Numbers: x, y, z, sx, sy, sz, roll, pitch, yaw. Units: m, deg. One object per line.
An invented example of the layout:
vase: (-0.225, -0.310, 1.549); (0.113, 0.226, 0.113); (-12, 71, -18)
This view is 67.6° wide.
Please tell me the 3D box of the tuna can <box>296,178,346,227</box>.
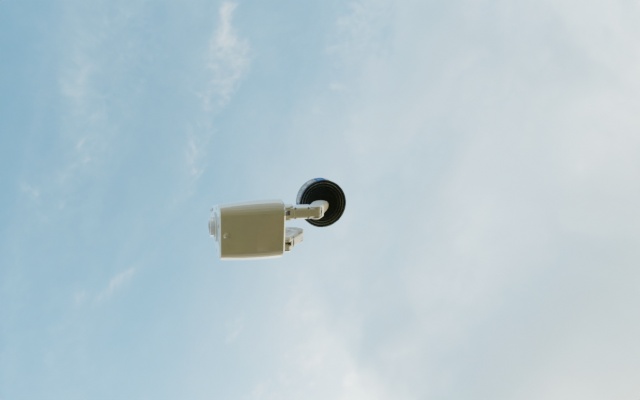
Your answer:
tuna can: (0.000, 0.003, 0.855); (0.086, 0.086, 0.033); (0, 12, -18)
